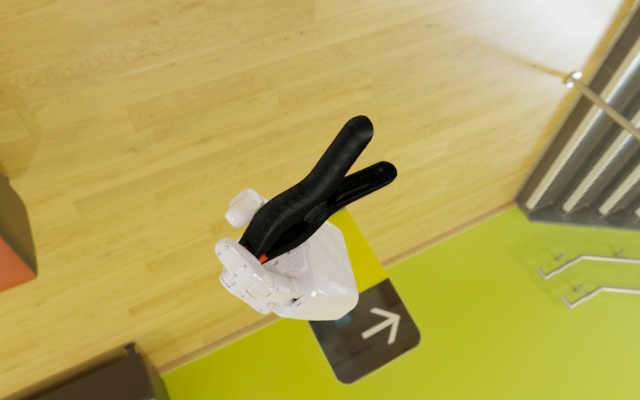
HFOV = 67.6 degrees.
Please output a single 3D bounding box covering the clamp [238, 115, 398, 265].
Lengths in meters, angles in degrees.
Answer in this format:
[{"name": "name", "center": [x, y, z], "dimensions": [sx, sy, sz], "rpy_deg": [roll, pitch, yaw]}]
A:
[{"name": "clamp", "center": [0.000, 0.002, 0.443], "dimensions": [0.171, 0.039, 0.120], "rpy_deg": [-40, -31, 14]}]
